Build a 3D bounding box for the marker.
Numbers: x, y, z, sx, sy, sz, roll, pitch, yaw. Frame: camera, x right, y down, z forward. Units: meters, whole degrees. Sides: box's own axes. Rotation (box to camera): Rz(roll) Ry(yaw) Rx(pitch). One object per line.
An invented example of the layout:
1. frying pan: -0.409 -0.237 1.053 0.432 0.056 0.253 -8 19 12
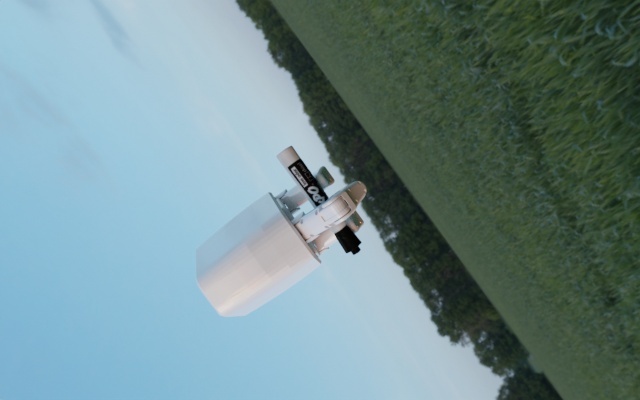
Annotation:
1. marker: 0.000 0.001 0.459 0.020 0.121 0.020 -36 3 2
